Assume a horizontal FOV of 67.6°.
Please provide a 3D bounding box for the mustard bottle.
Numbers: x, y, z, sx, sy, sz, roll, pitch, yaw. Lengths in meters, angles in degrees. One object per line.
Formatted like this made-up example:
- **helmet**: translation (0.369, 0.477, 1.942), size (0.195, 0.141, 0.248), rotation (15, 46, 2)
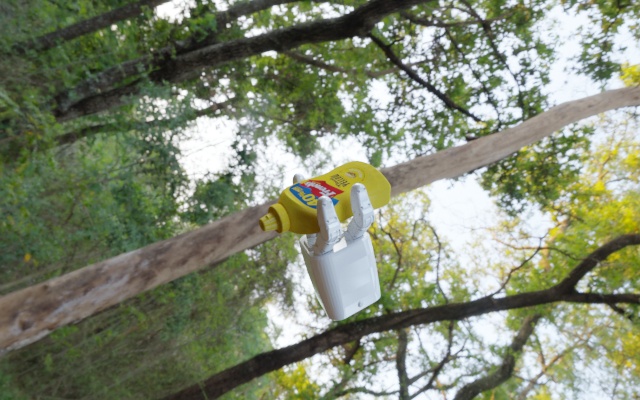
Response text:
- **mustard bottle**: translation (0.000, 0.002, 0.685), size (0.191, 0.058, 0.096), rotation (-22, 42, -26)
